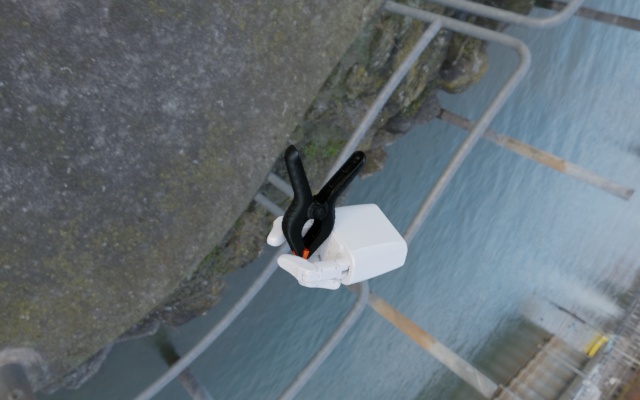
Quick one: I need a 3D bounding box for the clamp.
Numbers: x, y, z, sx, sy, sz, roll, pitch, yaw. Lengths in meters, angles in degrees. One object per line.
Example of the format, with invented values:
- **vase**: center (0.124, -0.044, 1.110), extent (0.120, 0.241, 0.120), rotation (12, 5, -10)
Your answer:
- **clamp**: center (0.000, 0.003, 0.647), extent (0.120, 0.172, 0.039), rotation (-5, 32, -23)
